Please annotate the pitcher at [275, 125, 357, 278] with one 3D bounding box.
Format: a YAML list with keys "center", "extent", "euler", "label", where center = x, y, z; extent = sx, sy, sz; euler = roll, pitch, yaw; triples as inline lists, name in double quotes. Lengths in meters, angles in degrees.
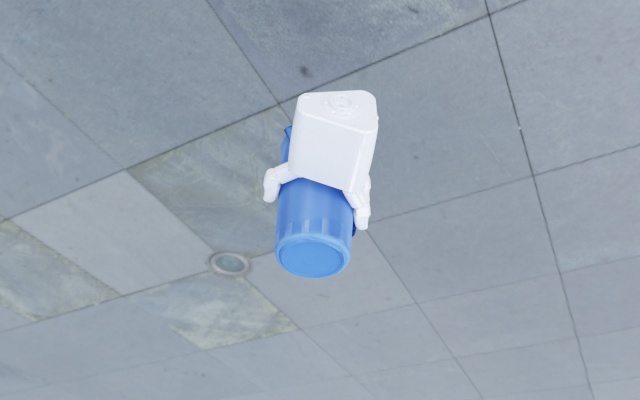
- center: [0.000, 0.002, 0.759]
  extent: [0.149, 0.242, 0.145]
  euler: [8, -43, -5]
  label: "pitcher"
